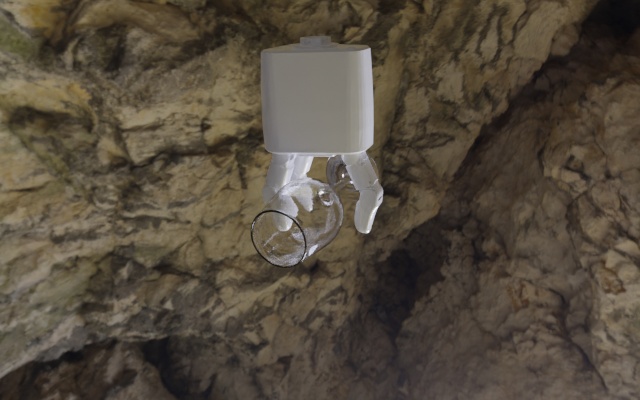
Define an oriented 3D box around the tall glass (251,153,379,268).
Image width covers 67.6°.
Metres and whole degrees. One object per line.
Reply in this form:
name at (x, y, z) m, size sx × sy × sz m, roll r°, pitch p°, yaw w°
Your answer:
tall glass at (0.000, 0.002, 0.539) m, size 0.079 × 0.079 × 0.201 m, roll 0°, pitch 22°, yaw 26°
